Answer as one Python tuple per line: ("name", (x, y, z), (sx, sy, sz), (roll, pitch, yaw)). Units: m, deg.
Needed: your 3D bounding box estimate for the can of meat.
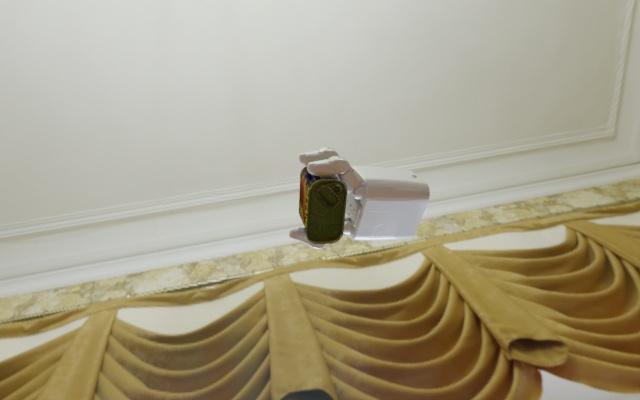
("can of meat", (0.000, 0.002, 0.730), (0.057, 0.102, 0.084), (-1, 22, -13))
